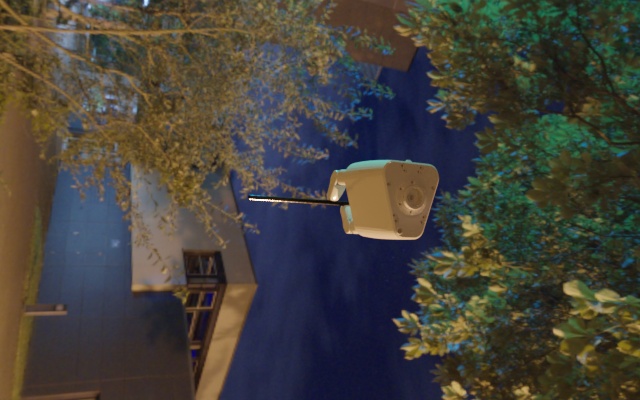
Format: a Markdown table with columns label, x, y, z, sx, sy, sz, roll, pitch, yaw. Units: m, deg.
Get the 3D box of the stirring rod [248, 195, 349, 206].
| label | x | y | z | sx | sy | sz | roll | pitch | yaw |
| --- | --- | --- | --- | --- | --- | --- | --- | --- | --- |
| stirring rod | 0.000 | 0.003 | 0.778 | 0.239 | 0.011 | 0.011 | 4 | -2 | -24 |
